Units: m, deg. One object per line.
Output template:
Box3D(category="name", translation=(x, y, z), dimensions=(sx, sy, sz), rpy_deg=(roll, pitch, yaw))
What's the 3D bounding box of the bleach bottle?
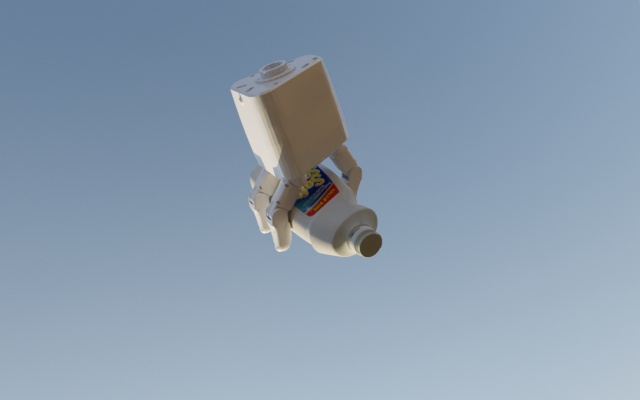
Box3D(category="bleach bottle", translation=(0.000, 0.002, 0.599), dimensions=(0.102, 0.068, 0.250), rpy_deg=(-31, 31, -16))
